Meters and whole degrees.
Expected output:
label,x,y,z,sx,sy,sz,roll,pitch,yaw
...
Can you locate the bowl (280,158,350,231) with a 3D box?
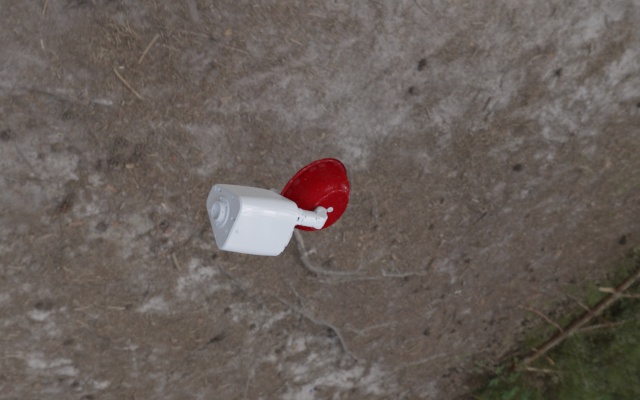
label,x,y,z,sx,sy,sz,roll,pitch,yaw
bowl,0.001,0.003,0.884,0.162,0.162,0.055,0,36,-47
